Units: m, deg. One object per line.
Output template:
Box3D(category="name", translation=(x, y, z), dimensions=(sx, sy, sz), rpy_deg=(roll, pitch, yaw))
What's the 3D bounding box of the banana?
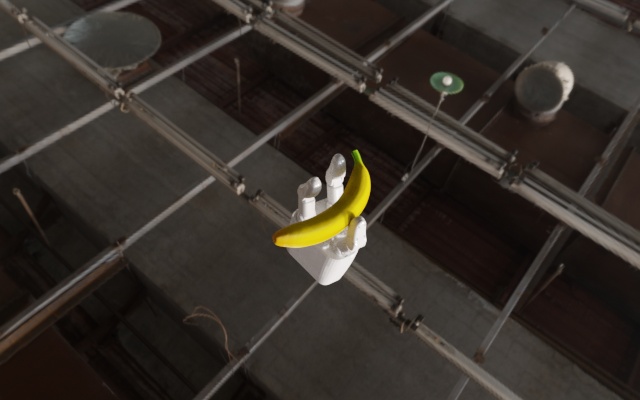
Box3D(category="banana", translation=(0.017, 0.012, 0.674), dimensions=(0.069, 0.197, 0.037), rpy_deg=(39, -31, 6))
